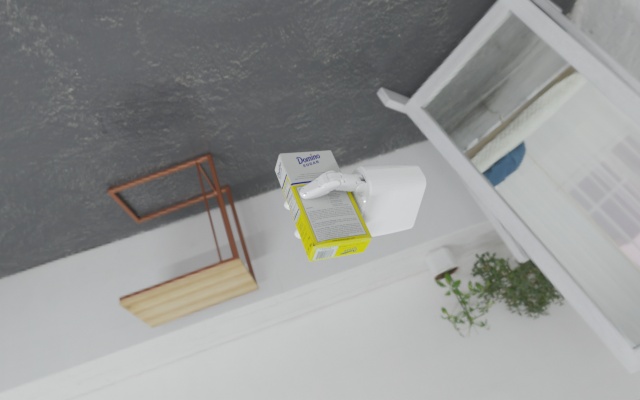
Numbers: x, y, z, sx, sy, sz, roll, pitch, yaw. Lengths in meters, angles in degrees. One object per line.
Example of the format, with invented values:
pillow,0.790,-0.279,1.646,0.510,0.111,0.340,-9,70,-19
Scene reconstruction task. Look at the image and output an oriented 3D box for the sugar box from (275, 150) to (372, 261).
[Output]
sugar box,0.000,0.003,0.726,0.093,0.176,0.048,-6,-38,-24
